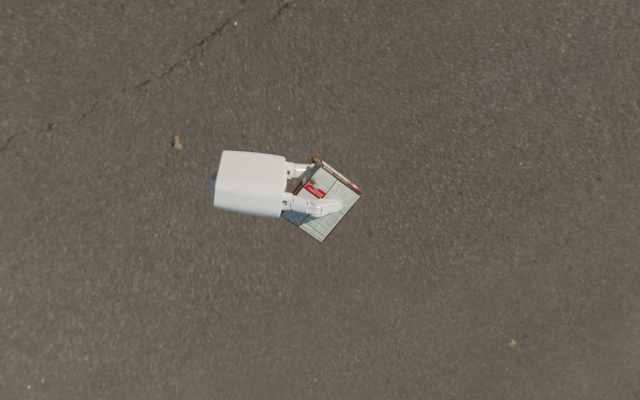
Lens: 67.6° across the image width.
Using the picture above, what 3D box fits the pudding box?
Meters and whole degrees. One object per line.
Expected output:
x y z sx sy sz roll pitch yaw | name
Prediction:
0.000 0.003 0.798 0.090 0.113 0.039 36 17 -15 | pudding box
